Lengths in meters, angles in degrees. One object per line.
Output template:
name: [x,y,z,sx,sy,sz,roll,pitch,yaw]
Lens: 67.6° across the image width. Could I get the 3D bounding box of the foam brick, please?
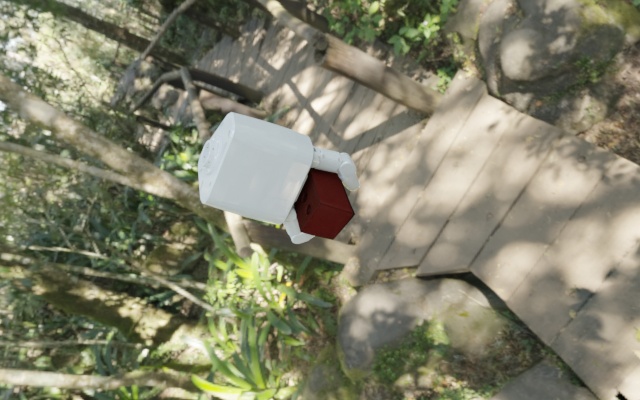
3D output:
foam brick: [0.000,0.002,0.608,0.051,0.053,0.078,16,36,-30]
